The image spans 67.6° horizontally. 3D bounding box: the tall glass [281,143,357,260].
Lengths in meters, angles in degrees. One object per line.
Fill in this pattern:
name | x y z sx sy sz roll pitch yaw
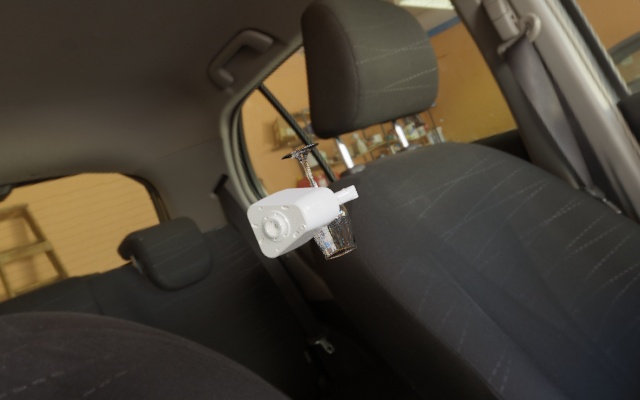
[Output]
tall glass | 0.000 0.002 0.861 0.079 0.201 0.079 -22 2 1
